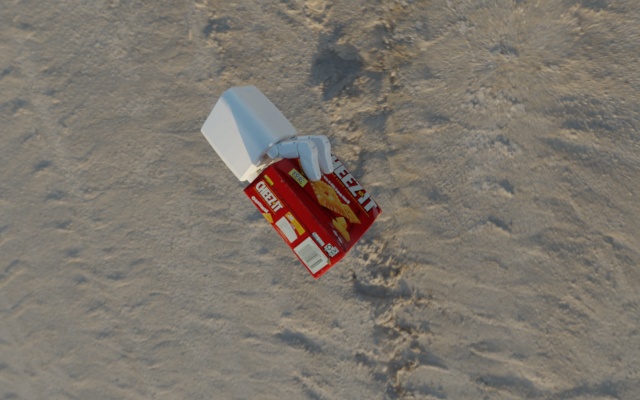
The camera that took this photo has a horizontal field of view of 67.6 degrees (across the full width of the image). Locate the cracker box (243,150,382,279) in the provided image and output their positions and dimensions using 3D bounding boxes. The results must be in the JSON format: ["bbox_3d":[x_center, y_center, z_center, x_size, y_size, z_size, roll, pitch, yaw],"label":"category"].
[{"bbox_3d":[0.000,0.003,0.747,0.072,0.164,0.213,-40,-2,26],"label":"cracker box"}]
